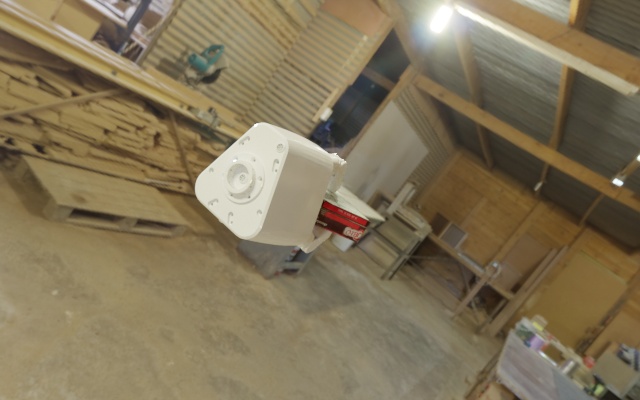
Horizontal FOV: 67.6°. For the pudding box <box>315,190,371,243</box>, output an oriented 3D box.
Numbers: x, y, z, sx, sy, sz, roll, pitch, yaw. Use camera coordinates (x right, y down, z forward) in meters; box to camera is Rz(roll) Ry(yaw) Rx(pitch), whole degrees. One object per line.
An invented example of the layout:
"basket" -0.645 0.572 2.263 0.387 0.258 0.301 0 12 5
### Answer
"pudding box" 0.000 0.002 0.624 0.090 0.039 0.113 26 14 -38
